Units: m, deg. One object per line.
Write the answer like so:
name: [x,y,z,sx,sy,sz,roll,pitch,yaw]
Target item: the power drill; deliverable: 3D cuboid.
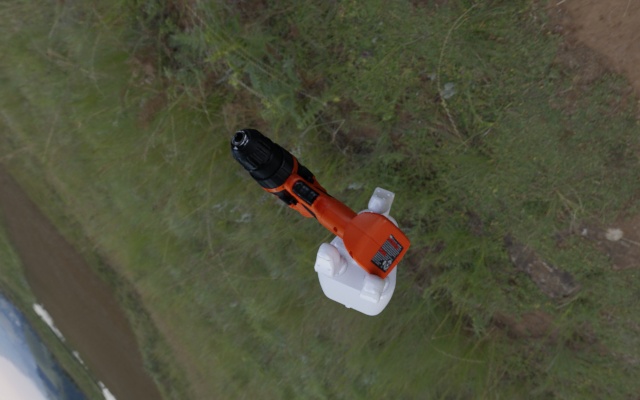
power drill: [0.000,0.002,0.530,0.187,0.057,0.184,38,0,35]
